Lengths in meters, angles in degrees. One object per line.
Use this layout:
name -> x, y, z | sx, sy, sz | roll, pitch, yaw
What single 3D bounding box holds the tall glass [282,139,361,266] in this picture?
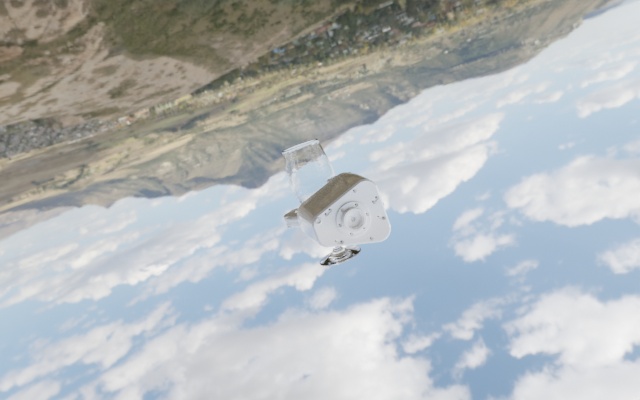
tall glass -> 0.000, 0.003, 0.788 | 0.079, 0.201, 0.079 | -19, 10, 4
